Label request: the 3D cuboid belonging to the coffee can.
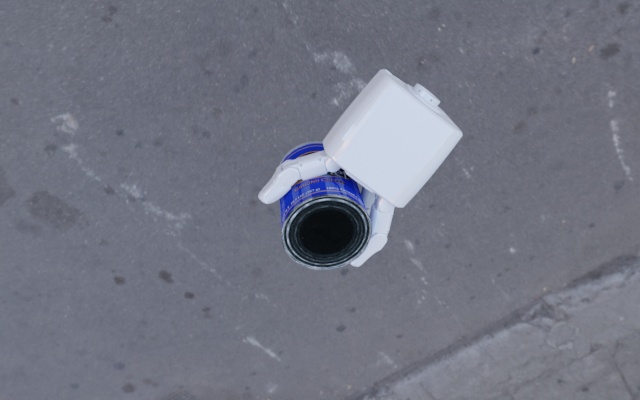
[{"bbox_3d":[0.000,0.002,0.590,0.103,0.103,0.140,0,31,-7],"label":"coffee can"}]
